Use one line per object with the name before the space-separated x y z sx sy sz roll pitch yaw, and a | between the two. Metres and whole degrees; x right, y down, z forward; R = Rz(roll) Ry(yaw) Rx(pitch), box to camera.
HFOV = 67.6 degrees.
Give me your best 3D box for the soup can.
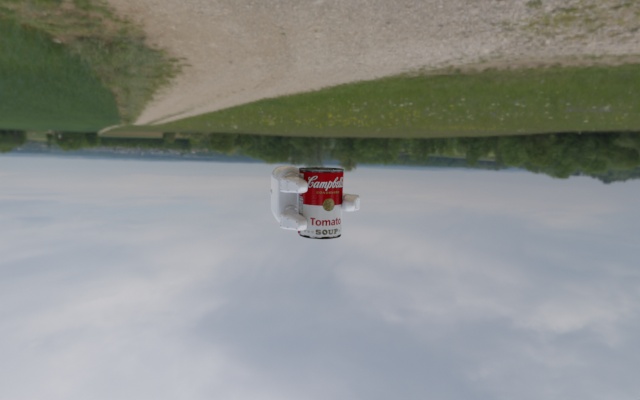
soup can | 0.000 0.003 0.719 0.068 0.102 0.068 2 7 0
